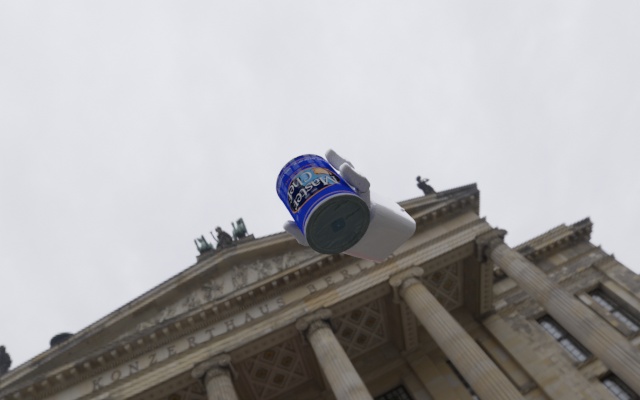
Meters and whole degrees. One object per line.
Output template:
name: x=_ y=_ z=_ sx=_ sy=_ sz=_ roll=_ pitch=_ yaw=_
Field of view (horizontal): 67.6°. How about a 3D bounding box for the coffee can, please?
coffee can: x=0.000 y=0.003 z=0.742 sx=0.103 sy=0.103 sz=0.140 roll=0 pitch=30 yaw=-26
